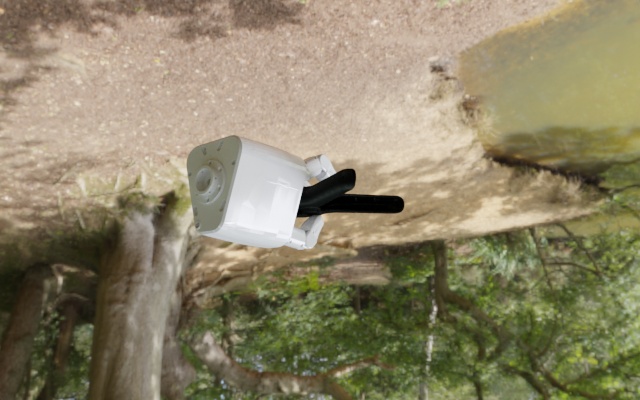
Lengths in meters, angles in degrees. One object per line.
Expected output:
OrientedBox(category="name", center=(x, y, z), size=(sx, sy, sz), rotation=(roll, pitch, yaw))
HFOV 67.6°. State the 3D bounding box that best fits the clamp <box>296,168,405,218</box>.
OrientedBox(category="clamp", center=(0.000, 0.003, 0.650), size=(0.210, 0.036, 0.164), rotation=(-9, -18, 36))
